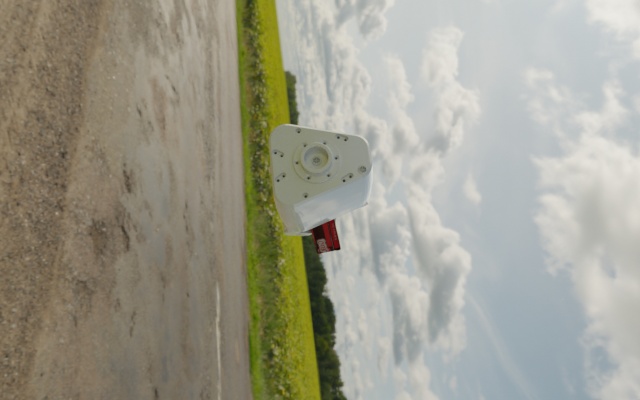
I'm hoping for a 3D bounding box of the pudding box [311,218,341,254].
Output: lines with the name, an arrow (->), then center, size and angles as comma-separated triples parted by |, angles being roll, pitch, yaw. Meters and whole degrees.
pudding box -> 0.000, 0.002, 0.655 | 0.039, 0.113, 0.090 | -8, -44, 3
